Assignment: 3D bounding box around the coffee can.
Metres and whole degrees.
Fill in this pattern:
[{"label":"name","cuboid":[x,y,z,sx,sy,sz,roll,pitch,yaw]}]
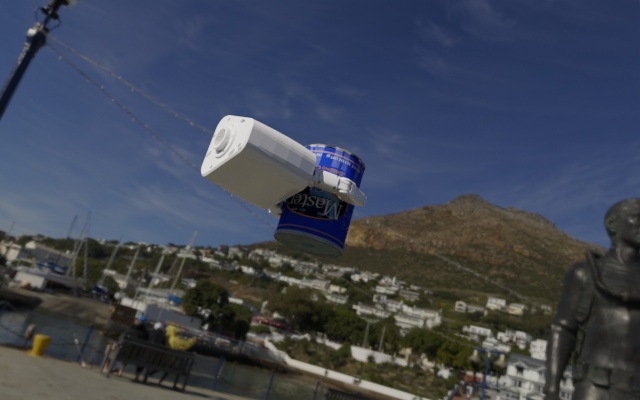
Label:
[{"label":"coffee can","cuboid":[0.000,0.003,0.706,0.103,0.140,0.103,15,-18,5]}]
